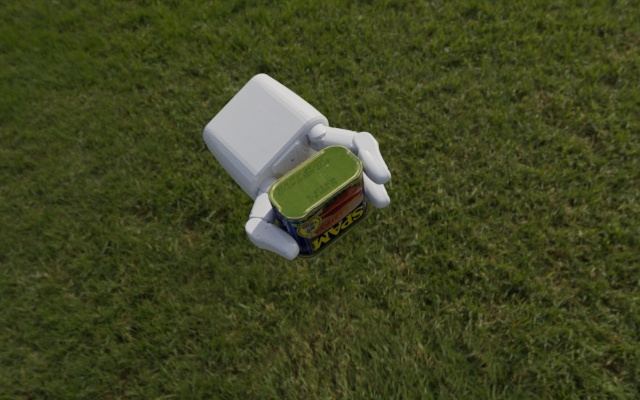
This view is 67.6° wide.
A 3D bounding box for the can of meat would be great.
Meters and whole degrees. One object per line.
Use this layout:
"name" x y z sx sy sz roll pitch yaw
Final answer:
"can of meat" 0.000 0.002 0.496 0.102 0.057 0.084 -36 -30 -14
